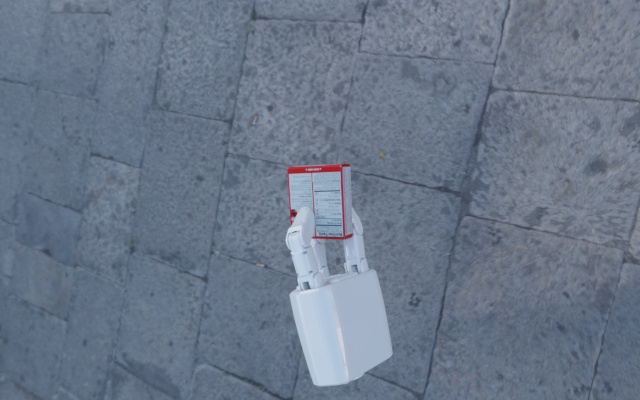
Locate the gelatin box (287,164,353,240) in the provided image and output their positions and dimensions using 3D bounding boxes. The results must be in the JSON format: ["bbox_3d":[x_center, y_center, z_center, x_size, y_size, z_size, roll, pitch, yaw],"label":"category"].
[{"bbox_3d":[0.000,0.002,0.574,0.073,0.089,0.030,-1,6,27],"label":"gelatin box"}]
